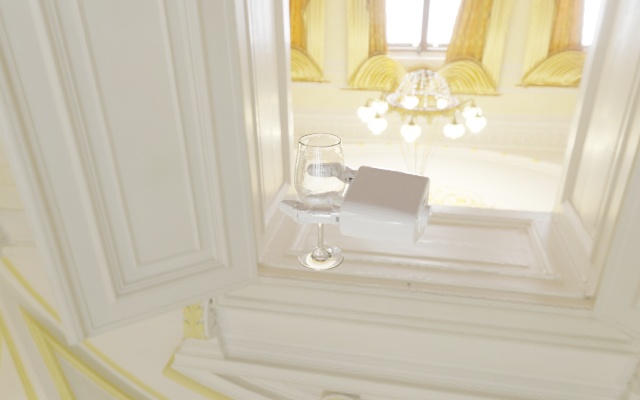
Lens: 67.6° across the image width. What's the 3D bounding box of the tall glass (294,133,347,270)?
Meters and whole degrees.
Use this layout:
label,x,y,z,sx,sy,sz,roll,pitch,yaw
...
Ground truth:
label,x,y,z,sx,sy,sz,roll,pitch,yaw
tall glass,0.000,0.003,0.726,0.079,0.201,0.079,-1,26,0
